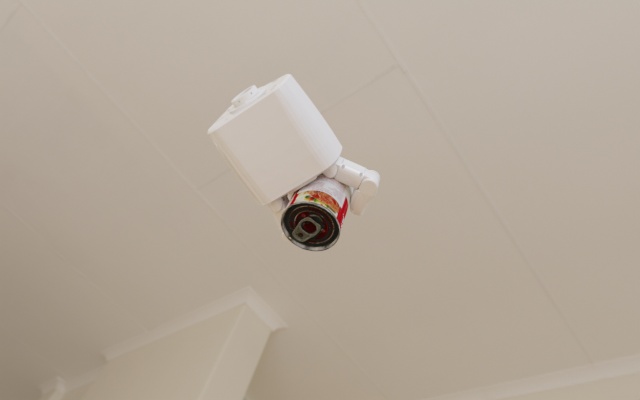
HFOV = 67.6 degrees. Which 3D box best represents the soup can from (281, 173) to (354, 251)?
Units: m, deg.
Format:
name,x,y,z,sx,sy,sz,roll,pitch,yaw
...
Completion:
name,x,y,z,sx,sy,sz,roll,pitch,yaw
soup can,0.001,0.002,0.565,0.068,0.068,0.102,0,34,17
